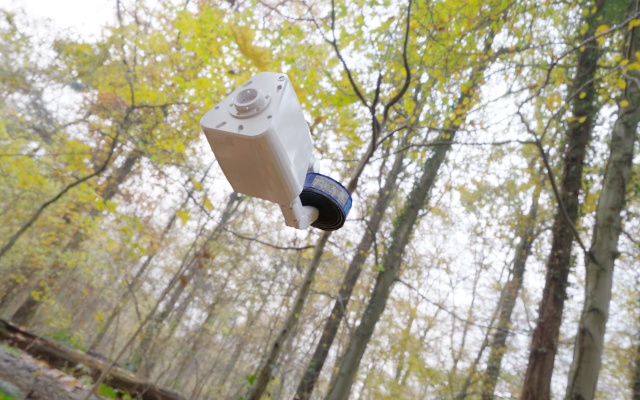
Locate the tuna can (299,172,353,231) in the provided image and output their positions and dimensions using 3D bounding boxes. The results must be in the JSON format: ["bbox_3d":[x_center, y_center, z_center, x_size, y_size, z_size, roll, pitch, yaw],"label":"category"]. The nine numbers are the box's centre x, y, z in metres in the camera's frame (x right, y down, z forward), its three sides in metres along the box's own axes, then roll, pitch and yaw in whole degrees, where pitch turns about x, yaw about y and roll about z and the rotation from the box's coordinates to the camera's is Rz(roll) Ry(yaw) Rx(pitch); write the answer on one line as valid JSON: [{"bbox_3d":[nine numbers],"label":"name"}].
[{"bbox_3d":[0.000,0.002,0.655,0.086,0.033,0.086,20,-35,14],"label":"tuna can"}]
